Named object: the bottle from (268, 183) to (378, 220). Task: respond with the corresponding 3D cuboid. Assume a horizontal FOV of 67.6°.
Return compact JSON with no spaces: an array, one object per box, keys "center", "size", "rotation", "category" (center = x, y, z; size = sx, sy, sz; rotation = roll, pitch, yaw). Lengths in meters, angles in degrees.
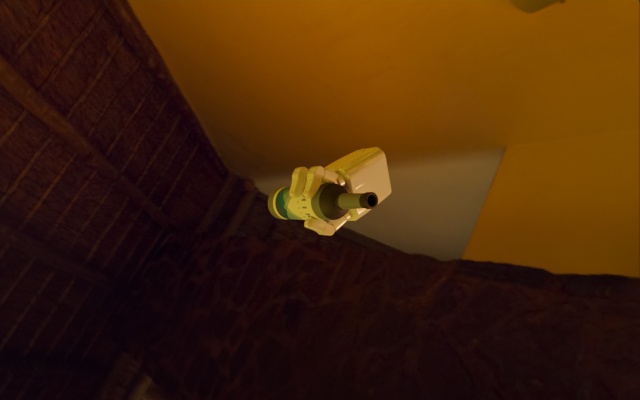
[{"center":[0.000,0.003,0.879],"size":[0.069,0.069,0.296],"rotation":[0,-1,-34],"category":"bottle"}]
